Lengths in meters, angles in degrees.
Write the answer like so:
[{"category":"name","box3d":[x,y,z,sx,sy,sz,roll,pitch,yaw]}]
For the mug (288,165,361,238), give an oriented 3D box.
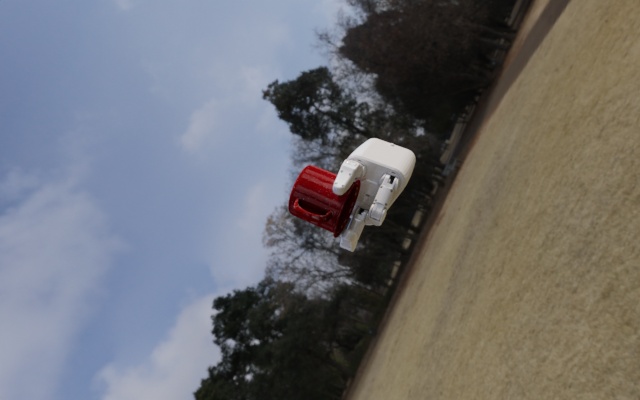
[{"category":"mug","box3d":[-0.001,0.003,0.701,0.081,0.093,0.117,23,30,13]}]
